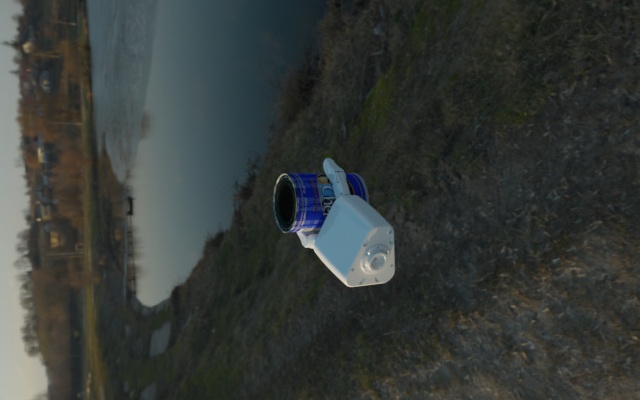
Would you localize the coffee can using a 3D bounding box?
[{"bbox_3d":[0.000,0.003,0.845,0.140,0.103,0.103,-2,1,-27],"label":"coffee can"}]
